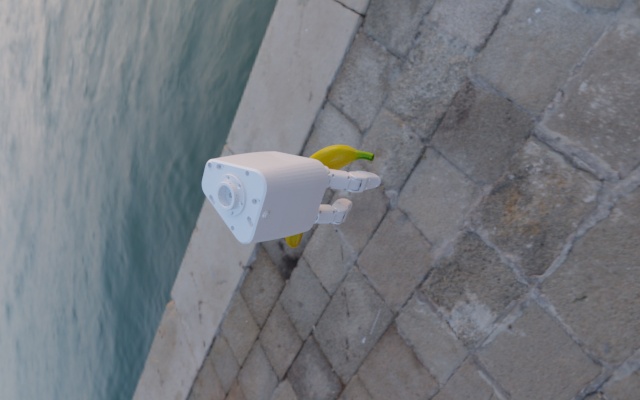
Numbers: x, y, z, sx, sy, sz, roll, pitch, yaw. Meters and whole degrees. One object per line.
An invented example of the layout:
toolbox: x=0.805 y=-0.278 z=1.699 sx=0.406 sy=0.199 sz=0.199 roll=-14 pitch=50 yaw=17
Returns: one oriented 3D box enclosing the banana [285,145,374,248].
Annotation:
banana: x=-0.011 y=-0.013 z=0.676 sx=0.198 sy=0.069 sz=0.037 roll=-50 pitch=-10 yaw=30
